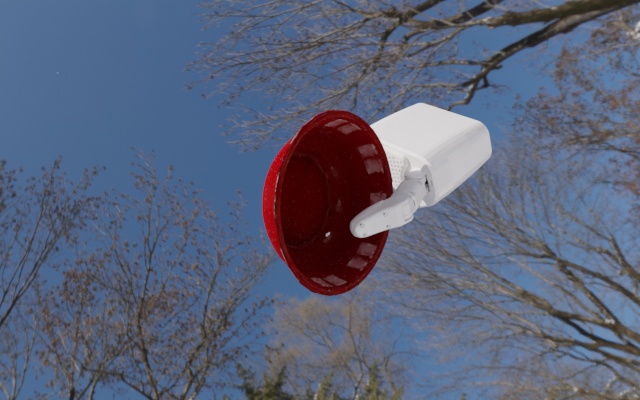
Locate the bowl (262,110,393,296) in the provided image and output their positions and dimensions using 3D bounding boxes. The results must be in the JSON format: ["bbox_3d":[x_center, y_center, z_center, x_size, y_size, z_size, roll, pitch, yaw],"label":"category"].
[{"bbox_3d":[-0.001,0.002,0.432,0.055,0.162,0.162,4,2,41],"label":"bowl"}]
